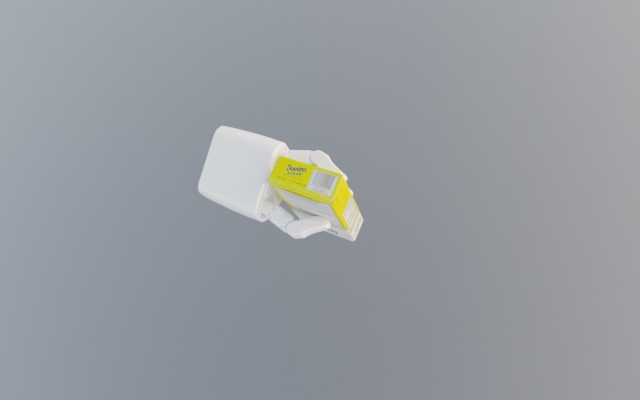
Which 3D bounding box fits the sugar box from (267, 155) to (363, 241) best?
[{"bbox_3d":[0.000,0.002,0.670,0.093,0.048,0.176,19,-12,19],"label":"sugar box"}]
